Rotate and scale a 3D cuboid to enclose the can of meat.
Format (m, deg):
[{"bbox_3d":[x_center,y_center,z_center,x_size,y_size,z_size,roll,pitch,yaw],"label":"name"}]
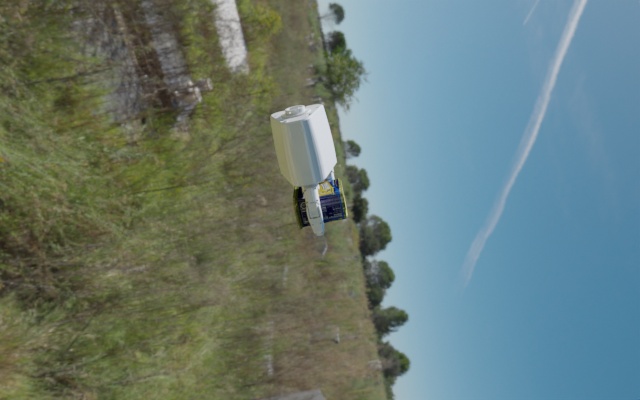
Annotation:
[{"bbox_3d":[0.000,0.003,0.821,0.084,0.057,0.102,-11,20,4],"label":"can of meat"}]
